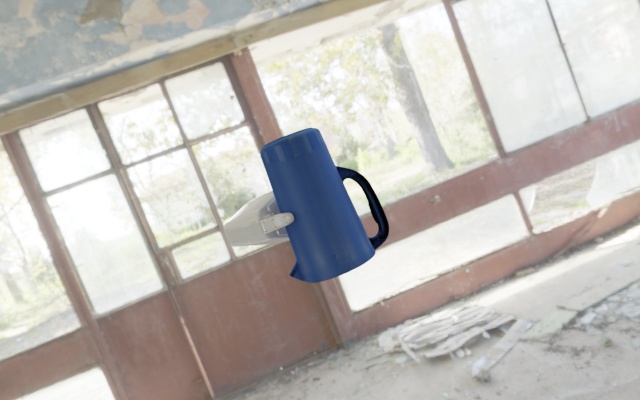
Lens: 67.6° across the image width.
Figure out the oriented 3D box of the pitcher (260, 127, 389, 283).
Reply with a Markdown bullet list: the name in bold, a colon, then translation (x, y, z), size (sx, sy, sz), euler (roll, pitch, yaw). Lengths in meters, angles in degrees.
- **pitcher**: translation (0.000, 0.003, 0.806), size (0.145, 0.243, 0.149), euler (-18, 5, 40)
